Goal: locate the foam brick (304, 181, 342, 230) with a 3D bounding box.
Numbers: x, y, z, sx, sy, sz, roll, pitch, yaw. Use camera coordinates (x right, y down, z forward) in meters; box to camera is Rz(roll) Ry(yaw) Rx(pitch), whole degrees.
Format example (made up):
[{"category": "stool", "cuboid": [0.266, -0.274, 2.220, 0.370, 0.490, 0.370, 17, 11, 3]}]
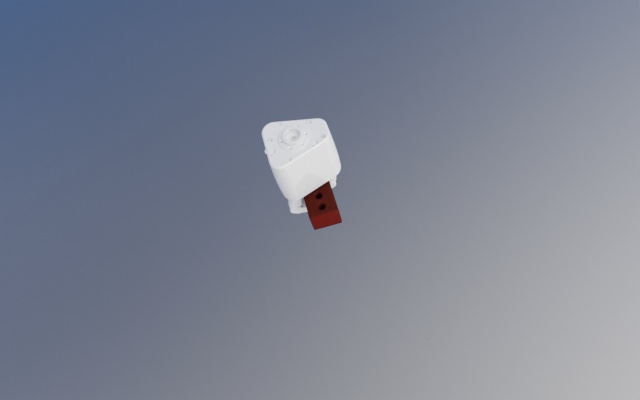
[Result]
[{"category": "foam brick", "cuboid": [0.000, 0.003, 0.838, 0.053, 0.078, 0.051, -18, -28, 1]}]
